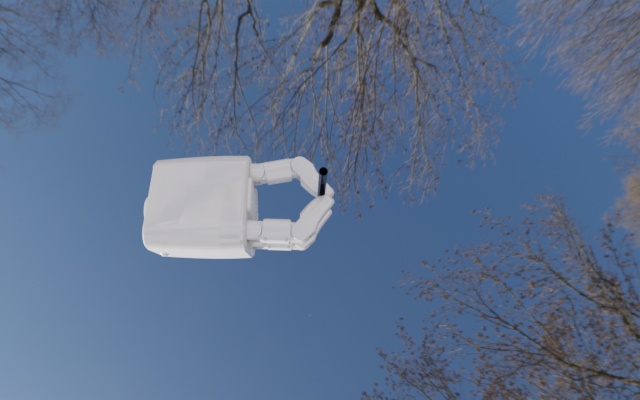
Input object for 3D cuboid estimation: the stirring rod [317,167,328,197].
[{"bbox_3d":[0.000,0.002,0.548,0.011,0.011,0.239,0,-14,-1],"label":"stirring rod"}]
